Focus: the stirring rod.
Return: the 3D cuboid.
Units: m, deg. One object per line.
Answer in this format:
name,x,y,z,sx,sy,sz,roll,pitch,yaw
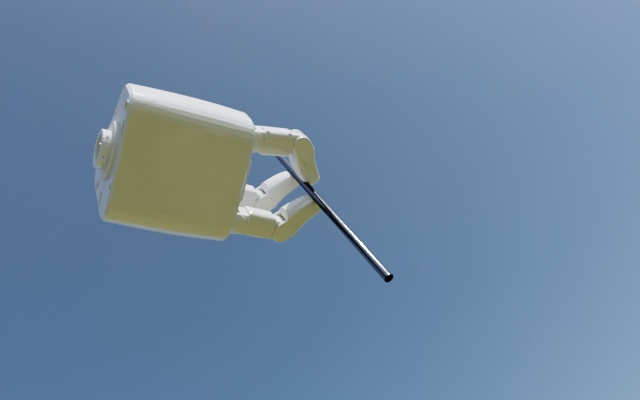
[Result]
stirring rod,0.000,0.001,0.452,0.011,0.011,0.239,0,28,-29
